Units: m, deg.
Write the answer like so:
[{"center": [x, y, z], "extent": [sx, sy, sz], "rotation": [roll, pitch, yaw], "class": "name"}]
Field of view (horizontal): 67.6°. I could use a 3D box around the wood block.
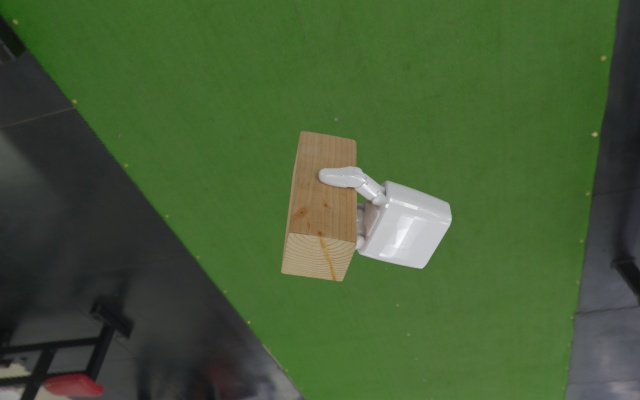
[{"center": [0.001, 0.002, 0.700], "extent": [0.090, 0.206, 0.091], "rotation": [9, -44, -6], "class": "wood block"}]
